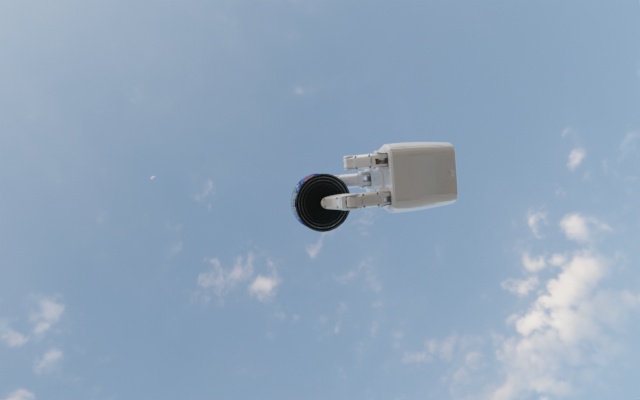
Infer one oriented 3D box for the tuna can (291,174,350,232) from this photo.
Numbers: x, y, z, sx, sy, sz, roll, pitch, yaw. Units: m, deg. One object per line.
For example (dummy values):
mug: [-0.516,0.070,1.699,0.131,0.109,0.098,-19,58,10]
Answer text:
tuna can: [0.000,0.002,0.712,0.086,0.086,0.034,0,5,-19]
